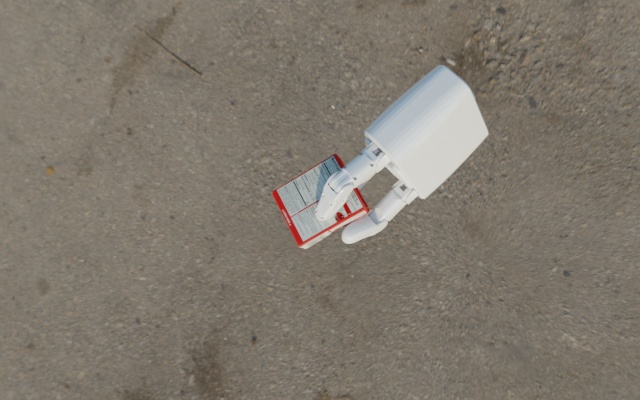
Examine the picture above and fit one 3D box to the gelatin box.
[{"bbox_3d":[0.000,0.002,0.539,0.089,0.073,0.030,-31,-17,6],"label":"gelatin box"}]
